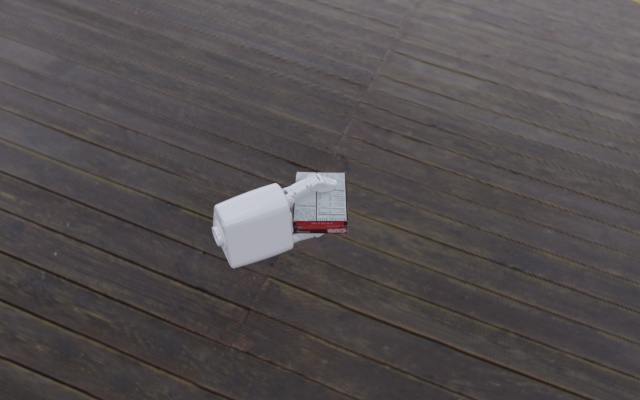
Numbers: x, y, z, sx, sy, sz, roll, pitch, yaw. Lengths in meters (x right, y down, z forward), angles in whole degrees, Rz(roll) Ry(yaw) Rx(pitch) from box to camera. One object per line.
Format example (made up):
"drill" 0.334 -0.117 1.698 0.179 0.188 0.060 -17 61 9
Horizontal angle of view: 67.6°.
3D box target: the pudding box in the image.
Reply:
"pudding box" 0.000 0.003 0.799 0.090 0.113 0.039 1 -38 -1
